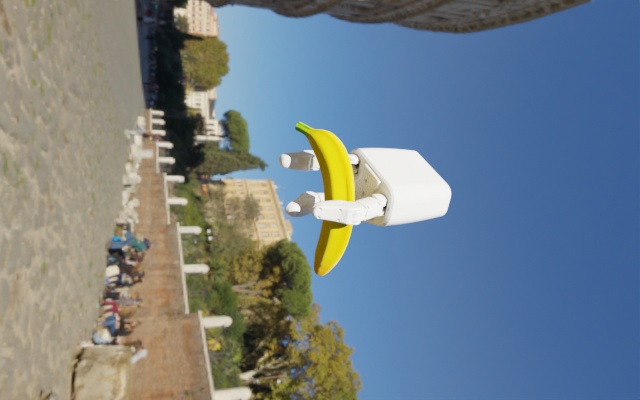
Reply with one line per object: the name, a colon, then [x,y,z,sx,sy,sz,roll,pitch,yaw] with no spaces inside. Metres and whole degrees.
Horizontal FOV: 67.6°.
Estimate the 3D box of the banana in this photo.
banana: [0.013,-0.001,0.591,0.037,0.198,0.069,-11,7,-43]
